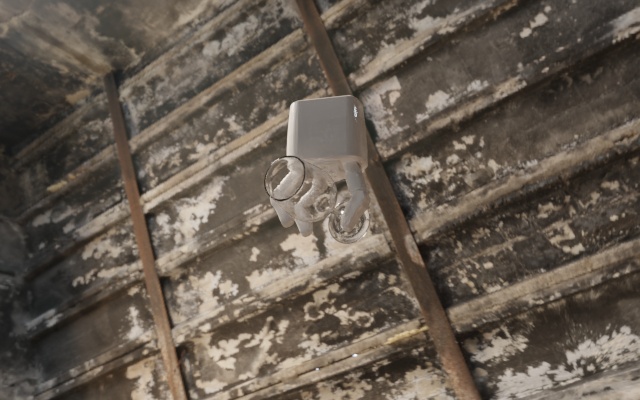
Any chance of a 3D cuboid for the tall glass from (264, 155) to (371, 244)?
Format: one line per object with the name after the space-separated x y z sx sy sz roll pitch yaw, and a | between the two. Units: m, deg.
0.000 0.003 0.685 0.079 0.079 0.201 0 -18 29 | tall glass
